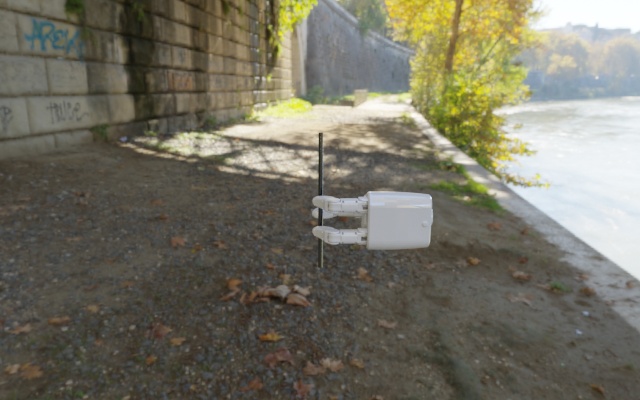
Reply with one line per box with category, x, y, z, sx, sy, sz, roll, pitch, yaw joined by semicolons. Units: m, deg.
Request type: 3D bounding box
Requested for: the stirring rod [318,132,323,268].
stirring rod;0.000;0.003;0.832;0.011;0.239;0.011;0;13;0
